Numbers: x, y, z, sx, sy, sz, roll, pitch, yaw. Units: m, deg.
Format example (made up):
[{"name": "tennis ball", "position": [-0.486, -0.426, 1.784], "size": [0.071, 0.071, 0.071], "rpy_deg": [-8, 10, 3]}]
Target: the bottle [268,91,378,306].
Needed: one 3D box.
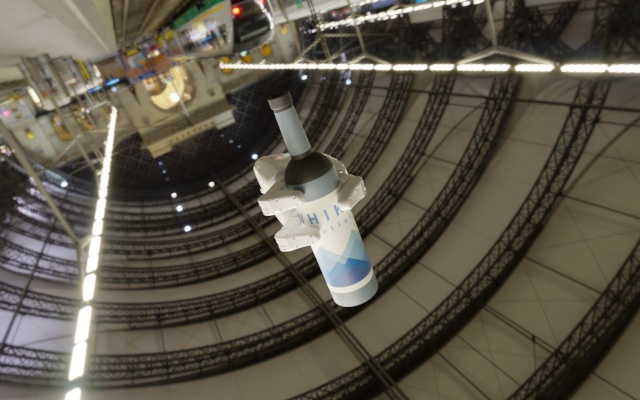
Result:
[{"name": "bottle", "position": [0.000, 0.002, 0.619], "size": [0.069, 0.296, 0.069], "rpy_deg": [-18, 23, 8]}]
